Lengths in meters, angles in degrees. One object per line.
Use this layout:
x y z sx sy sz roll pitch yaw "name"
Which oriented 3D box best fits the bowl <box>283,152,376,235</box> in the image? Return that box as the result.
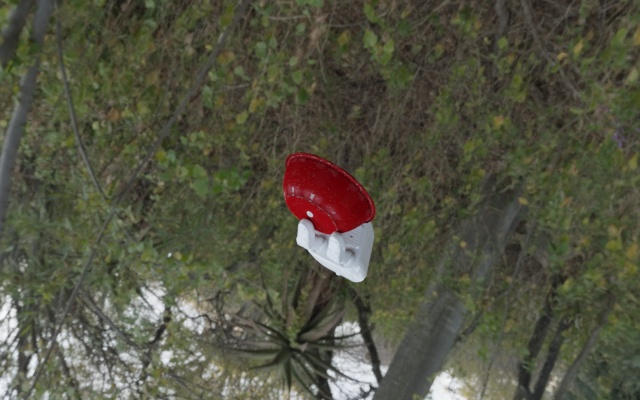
-0.001 0.002 0.717 0.162 0.055 0.162 29 -24 14 "bowl"
